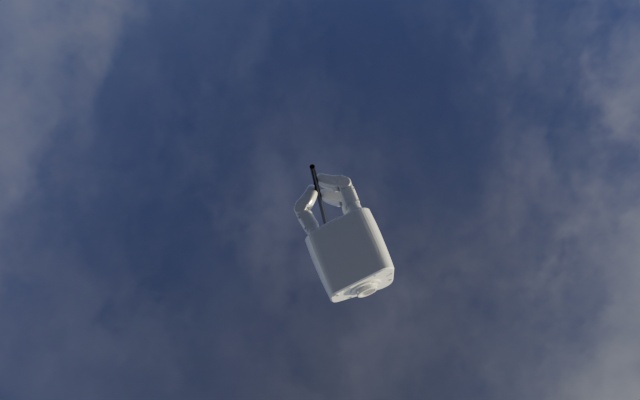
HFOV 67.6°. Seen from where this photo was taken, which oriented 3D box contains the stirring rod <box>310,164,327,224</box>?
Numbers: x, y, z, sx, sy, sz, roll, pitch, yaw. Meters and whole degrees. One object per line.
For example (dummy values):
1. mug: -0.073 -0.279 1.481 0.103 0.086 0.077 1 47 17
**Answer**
1. stirring rod: 0.000 0.003 0.835 0.011 0.011 0.240 0 -27 7
